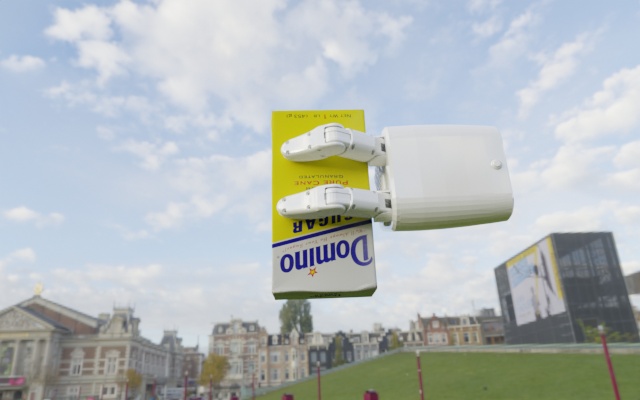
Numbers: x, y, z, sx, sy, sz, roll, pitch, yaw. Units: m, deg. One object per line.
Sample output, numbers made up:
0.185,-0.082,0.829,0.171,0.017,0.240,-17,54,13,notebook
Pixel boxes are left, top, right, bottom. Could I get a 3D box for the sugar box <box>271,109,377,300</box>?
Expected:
0.000,0.001,0.447,0.093,0.176,0.048,-2,-21,-2,sugar box
